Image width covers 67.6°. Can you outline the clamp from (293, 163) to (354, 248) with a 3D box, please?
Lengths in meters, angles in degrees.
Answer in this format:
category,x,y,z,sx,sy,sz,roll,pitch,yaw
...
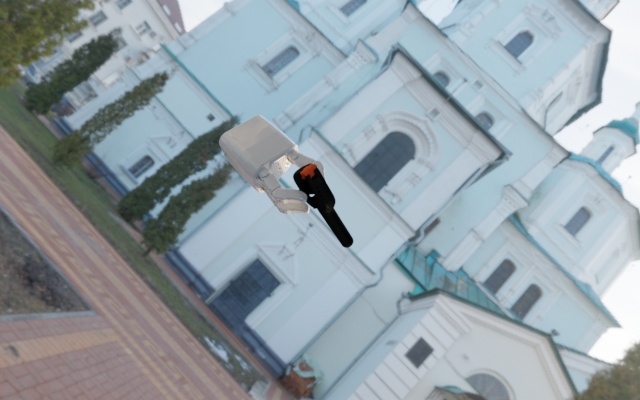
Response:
category,x,y,z,sx,sy,sz,roll,pitch,yaw
clamp,0.001,0.002,0.872,0.164,0.036,0.210,43,-15,18
